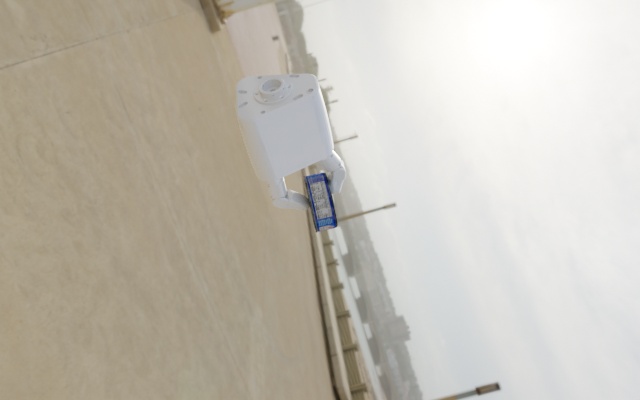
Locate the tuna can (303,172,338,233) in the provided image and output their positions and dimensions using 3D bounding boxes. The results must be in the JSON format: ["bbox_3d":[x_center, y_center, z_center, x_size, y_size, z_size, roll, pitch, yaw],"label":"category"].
[{"bbox_3d":[0.001,0.002,0.706,0.034,0.086,0.086,-13,0,-2],"label":"tuna can"}]
